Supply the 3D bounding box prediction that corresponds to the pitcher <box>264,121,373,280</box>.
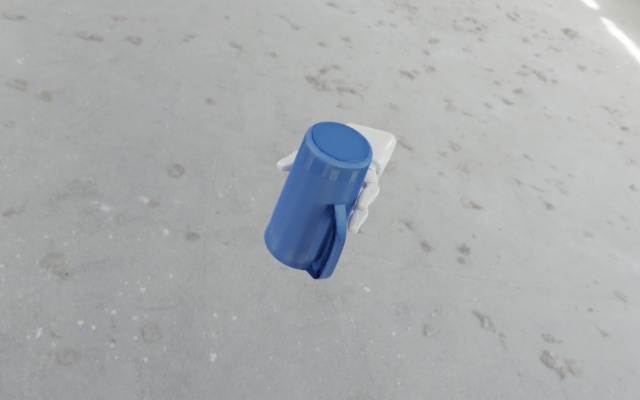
[{"bbox_3d":[0.000,0.002,0.780,0.149,0.243,0.145,30,43,8],"label":"pitcher"}]
